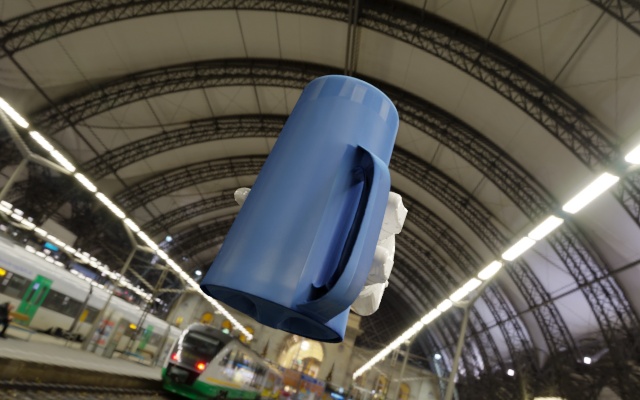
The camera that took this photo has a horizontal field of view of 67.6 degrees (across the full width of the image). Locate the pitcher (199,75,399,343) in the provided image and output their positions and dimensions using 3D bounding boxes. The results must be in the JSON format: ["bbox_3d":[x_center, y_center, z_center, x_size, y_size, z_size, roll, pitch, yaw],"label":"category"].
[{"bbox_3d":[0.000,0.002,0.453,0.149,0.242,0.145,13,-24,17],"label":"pitcher"}]
